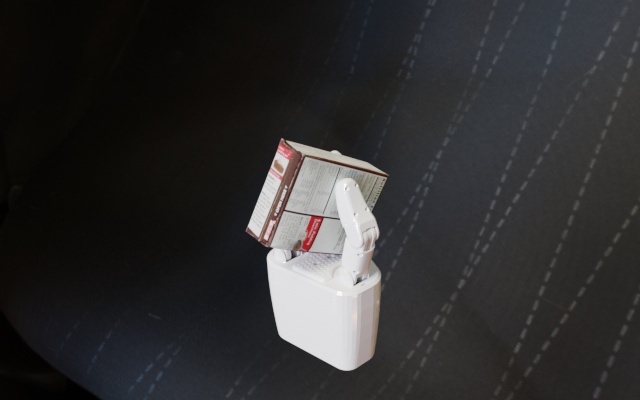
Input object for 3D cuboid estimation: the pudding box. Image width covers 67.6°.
[{"bbox_3d":[0.000,0.002,0.435,0.113,0.090,0.039,10,17,-44],"label":"pudding box"}]
